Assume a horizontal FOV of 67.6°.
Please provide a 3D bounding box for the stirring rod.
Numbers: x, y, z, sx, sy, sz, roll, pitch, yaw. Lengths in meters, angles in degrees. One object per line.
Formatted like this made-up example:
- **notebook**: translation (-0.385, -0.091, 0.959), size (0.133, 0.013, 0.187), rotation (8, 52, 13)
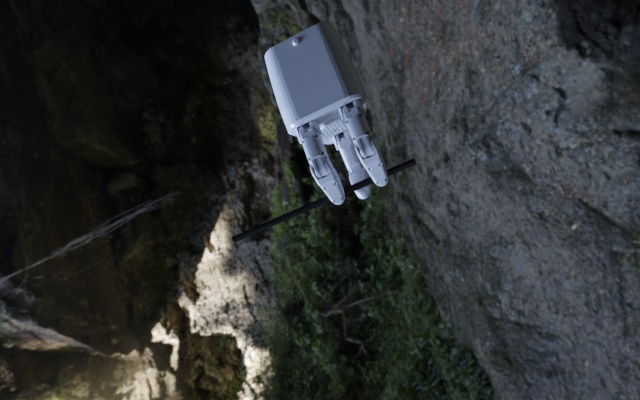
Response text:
- **stirring rod**: translation (0.000, 0.002, 0.568), size (0.239, 0.011, 0.011), rotation (-23, -5, 12)
